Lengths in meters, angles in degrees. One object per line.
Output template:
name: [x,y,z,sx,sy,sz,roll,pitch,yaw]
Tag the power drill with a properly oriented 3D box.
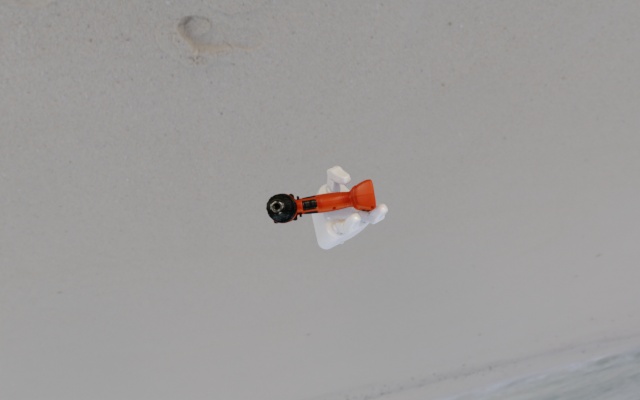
power drill: [0.001,0.003,0.844,0.187,0.057,0.184,-7,-1,1]
